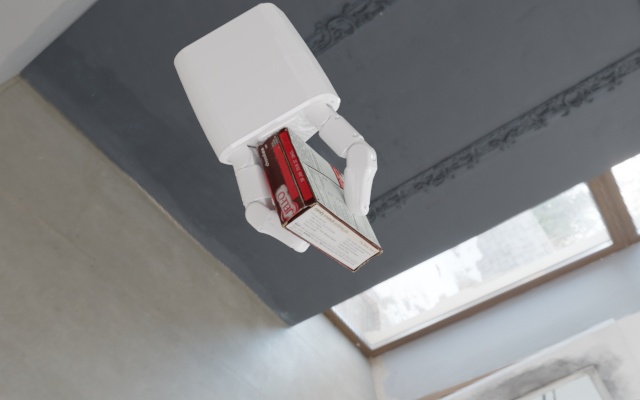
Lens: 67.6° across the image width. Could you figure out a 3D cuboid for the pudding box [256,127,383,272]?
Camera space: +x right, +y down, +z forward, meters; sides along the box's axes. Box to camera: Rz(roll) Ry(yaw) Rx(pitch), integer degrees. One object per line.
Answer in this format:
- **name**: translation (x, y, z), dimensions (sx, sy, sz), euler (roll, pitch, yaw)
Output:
- **pudding box**: translation (0.000, 0.001, 0.411), dimensions (0.039, 0.090, 0.113), euler (-36, -41, 17)
